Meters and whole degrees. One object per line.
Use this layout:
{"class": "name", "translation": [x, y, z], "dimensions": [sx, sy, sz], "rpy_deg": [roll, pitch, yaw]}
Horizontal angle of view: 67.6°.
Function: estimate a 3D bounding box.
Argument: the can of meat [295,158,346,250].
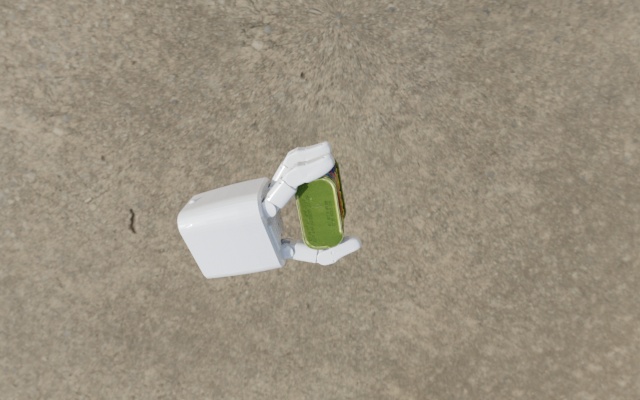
{"class": "can of meat", "translation": [0.000, 0.002, 0.614], "dimensions": [0.057, 0.102, 0.084], "rpy_deg": [-8, 20, 6]}
